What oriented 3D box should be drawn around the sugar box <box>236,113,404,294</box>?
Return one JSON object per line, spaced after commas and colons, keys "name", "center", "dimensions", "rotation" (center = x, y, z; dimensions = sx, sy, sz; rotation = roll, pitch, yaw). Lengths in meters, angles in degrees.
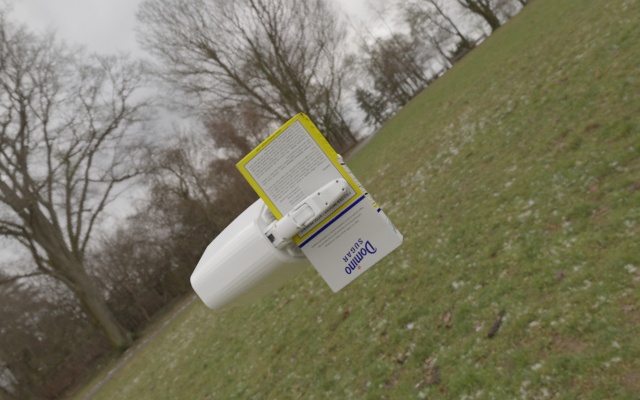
{"name": "sugar box", "center": [0.000, 0.002, 0.519], "dimensions": [0.093, 0.176, 0.048], "rotation": [-38, -1, 12]}
